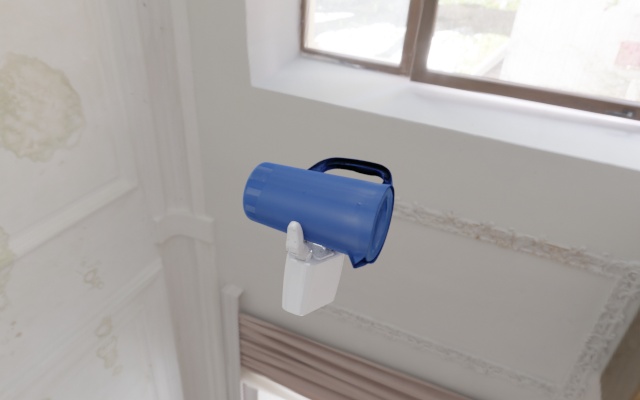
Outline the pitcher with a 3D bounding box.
[{"bbox_3d":[0.000,0.003,0.813,0.243,0.145,0.149,15,22,19],"label":"pitcher"}]
